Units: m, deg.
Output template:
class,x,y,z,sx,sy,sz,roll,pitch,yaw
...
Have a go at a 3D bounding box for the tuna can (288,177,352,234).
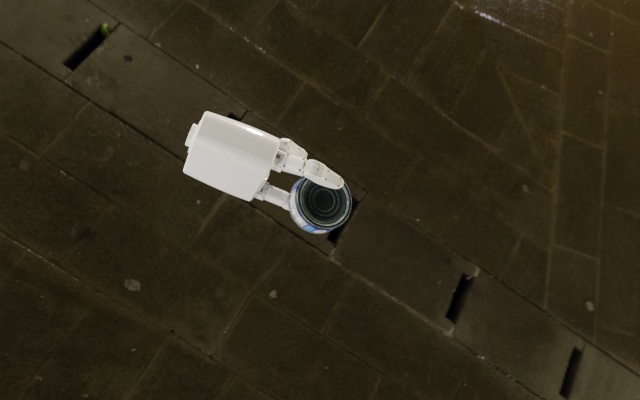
class,x,y,z,sx,sy,sz,roll,pitch,yaw
tuna can,0.000,0.002,0.669,0.086,0.086,0.034,0,-12,-23
